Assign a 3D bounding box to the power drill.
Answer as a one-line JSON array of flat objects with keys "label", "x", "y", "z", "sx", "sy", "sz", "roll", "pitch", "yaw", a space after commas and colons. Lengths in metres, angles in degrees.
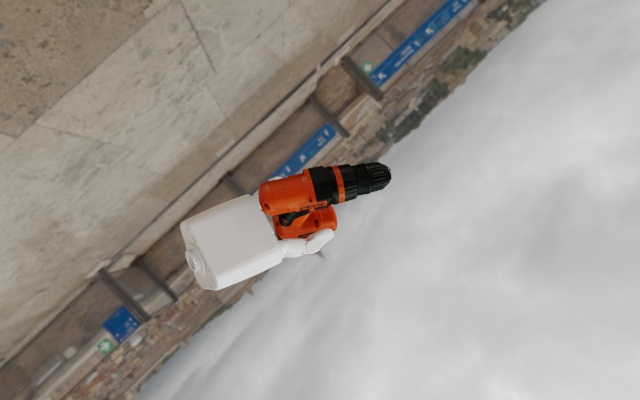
[{"label": "power drill", "x": 0.000, "y": 0.003, "z": 0.708, "sx": 0.184, "sy": 0.057, "sz": 0.188, "roll": -10, "pitch": -19, "yaw": -10}]
